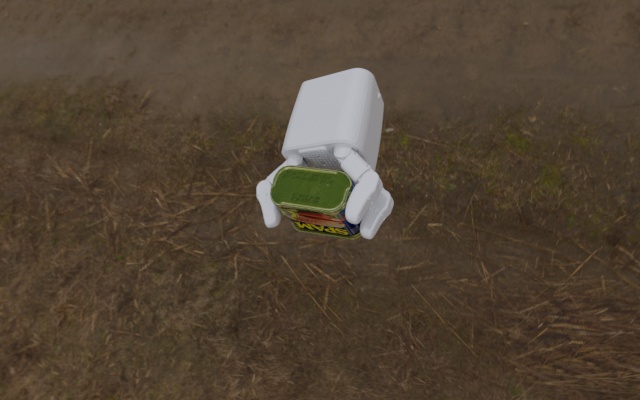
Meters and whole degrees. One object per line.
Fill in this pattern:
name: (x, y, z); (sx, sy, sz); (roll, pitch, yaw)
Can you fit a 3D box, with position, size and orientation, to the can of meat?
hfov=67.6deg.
can of meat: (0.000, 0.002, 0.570); (0.102, 0.057, 0.084); (8, -21, 23)
